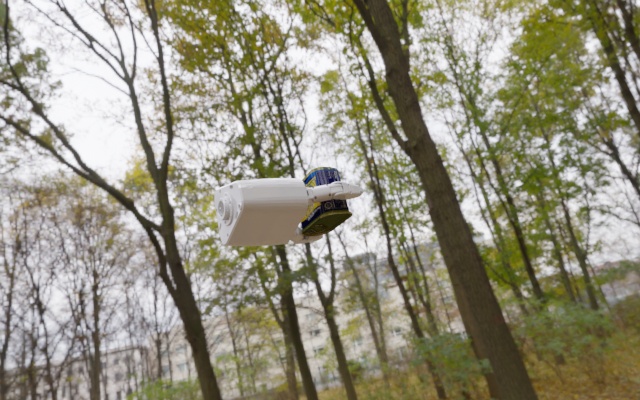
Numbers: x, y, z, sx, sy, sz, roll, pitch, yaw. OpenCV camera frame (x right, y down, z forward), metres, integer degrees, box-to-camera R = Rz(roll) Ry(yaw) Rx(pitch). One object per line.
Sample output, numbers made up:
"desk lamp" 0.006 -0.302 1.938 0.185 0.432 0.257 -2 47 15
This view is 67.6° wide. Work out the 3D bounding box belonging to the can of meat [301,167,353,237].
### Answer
"can of meat" 0.000 0.002 0.786 0.057 0.084 0.102 -3 -22 -30
